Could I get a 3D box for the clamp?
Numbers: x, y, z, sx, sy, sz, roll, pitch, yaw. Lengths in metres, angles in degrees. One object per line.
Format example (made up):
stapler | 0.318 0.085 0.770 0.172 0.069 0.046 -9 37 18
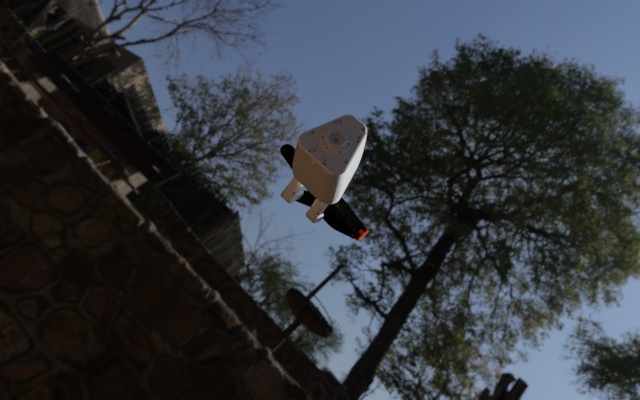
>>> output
clamp | 0.001 0.003 0.891 0.036 0.210 0.165 -42 -14 -21
